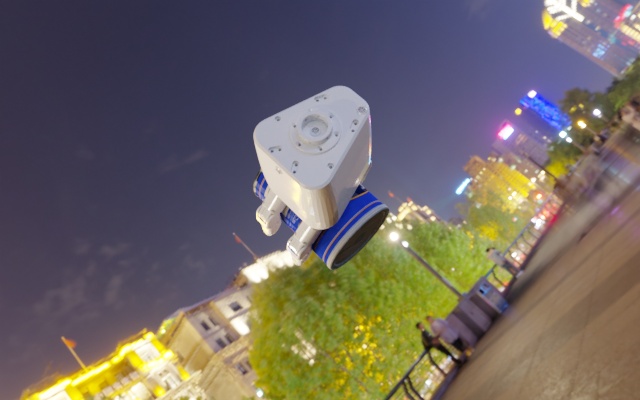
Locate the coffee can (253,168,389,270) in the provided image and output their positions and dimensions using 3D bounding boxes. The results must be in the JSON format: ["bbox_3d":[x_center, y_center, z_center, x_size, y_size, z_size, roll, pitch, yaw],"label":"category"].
[{"bbox_3d":[0.000,0.002,0.598,0.140,0.103,0.103,43,16,18],"label":"coffee can"}]
